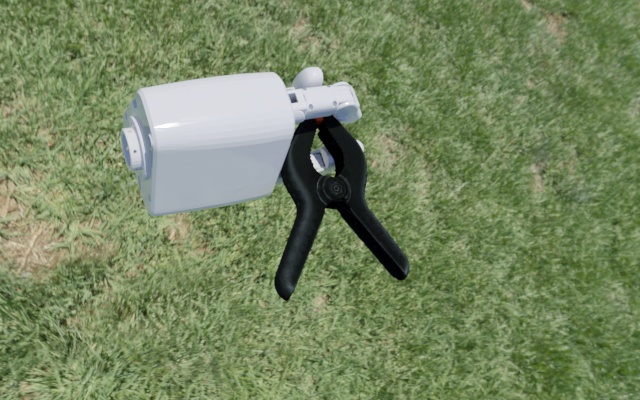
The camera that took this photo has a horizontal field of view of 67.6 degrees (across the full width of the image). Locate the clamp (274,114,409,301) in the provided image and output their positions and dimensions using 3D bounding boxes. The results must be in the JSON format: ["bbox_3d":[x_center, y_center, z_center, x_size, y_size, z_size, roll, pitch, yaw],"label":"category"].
[{"bbox_3d":[0.000,0.001,0.410,0.120,0.171,0.039,-13,-13,-29],"label":"clamp"}]
